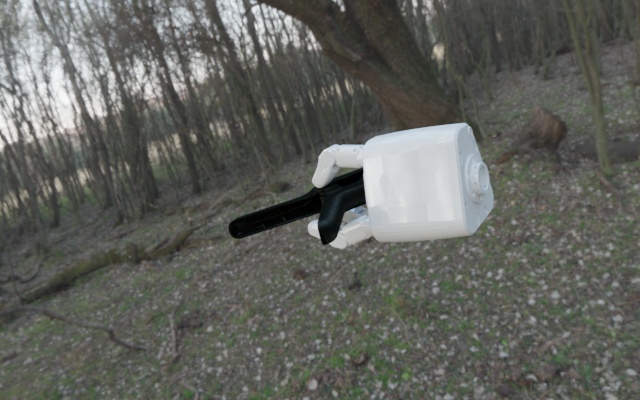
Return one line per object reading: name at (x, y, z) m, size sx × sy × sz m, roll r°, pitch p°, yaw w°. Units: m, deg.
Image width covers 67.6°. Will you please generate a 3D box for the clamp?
clamp at (0.000, 0.001, 0.588) m, size 0.164 × 0.036 × 0.210 m, roll -3°, pitch 19°, yaw 38°
